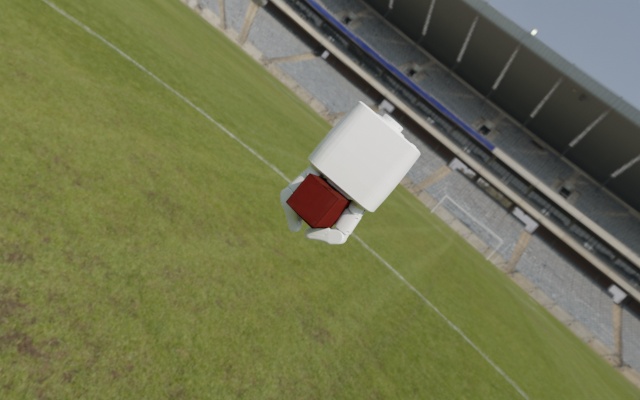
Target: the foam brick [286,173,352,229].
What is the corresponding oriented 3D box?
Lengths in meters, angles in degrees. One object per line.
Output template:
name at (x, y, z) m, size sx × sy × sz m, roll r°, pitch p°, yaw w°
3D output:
foam brick at (0.000, 0.002, 0.634) m, size 0.053 × 0.051 × 0.078 m, roll 43°, pitch 10°, yaw 15°
